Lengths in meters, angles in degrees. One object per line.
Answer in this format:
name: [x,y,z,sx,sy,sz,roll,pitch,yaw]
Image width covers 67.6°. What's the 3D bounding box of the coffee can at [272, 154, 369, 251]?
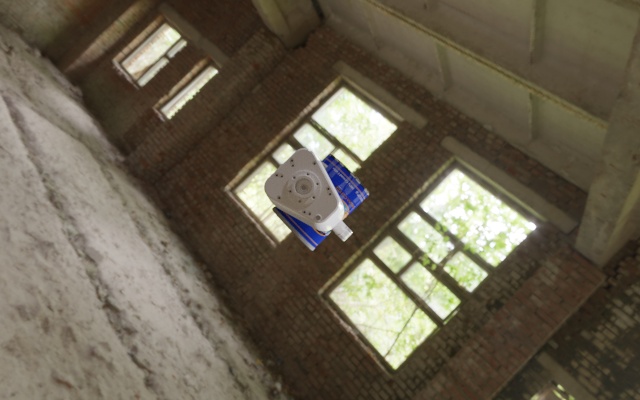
coffee can: [0.000,0.003,0.836,0.140,0.103,0.103,-44,2,-2]
